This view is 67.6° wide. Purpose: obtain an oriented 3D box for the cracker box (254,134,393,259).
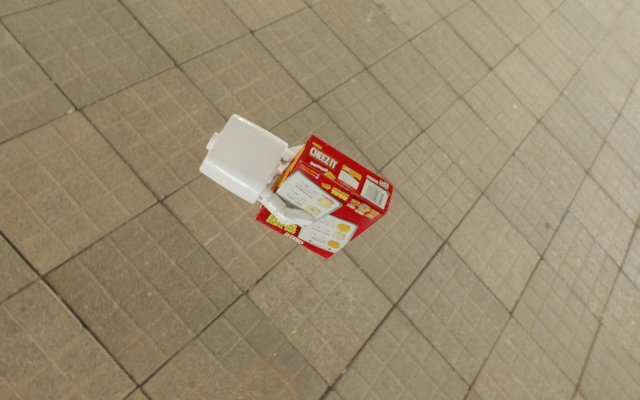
[{"bbox_3d":[0.000,0.003,0.834,0.164,0.072,0.214,30,-36,-11],"label":"cracker box"}]
